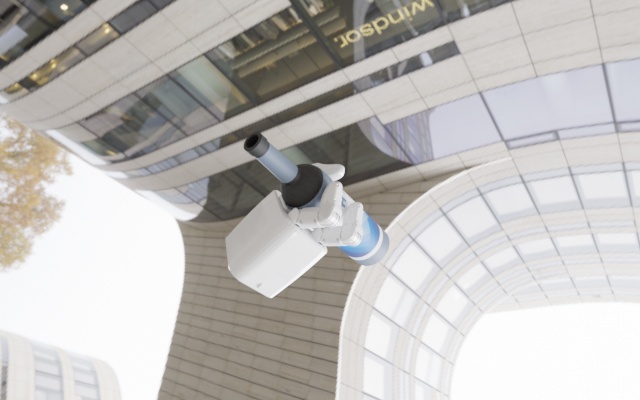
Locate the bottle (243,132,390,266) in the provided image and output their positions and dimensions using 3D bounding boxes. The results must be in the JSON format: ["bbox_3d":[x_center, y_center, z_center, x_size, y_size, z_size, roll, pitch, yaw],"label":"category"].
[{"bbox_3d":[0.000,0.002,0.658,0.069,0.069,0.296,0,-29,38],"label":"bottle"}]
